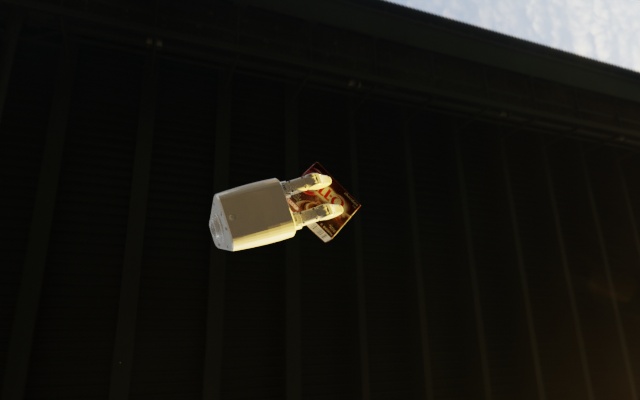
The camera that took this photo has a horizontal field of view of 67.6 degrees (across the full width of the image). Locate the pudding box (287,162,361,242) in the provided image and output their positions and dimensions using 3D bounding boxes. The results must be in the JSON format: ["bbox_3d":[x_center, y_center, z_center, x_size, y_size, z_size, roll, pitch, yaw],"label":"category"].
[{"bbox_3d":[0.000,0.003,0.828,0.090,0.113,0.039,-47,5,-30],"label":"pudding box"}]
